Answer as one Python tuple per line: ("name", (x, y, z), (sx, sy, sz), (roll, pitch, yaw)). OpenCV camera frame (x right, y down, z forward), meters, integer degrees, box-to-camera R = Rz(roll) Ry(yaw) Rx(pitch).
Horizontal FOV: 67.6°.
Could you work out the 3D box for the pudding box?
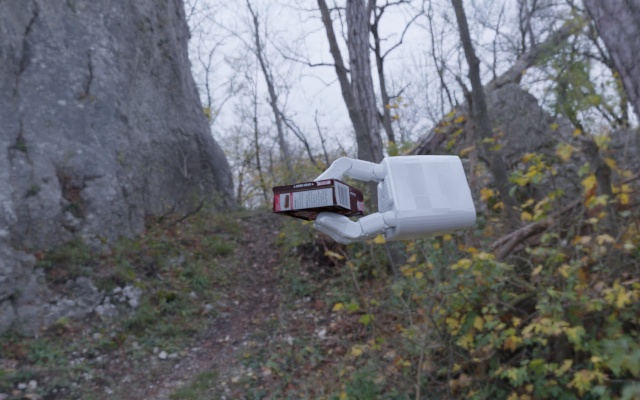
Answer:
("pudding box", (0.000, 0.002, 0.639), (0.090, 0.039, 0.113), (-8, -13, 22))
